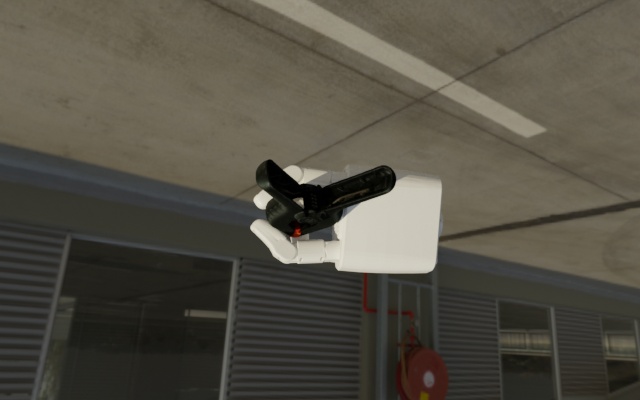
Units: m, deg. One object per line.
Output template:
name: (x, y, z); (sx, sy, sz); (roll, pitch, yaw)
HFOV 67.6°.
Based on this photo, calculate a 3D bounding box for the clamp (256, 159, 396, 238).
clamp: (0.000, 0.002, 0.463); (0.120, 0.039, 0.171); (5, -17, -4)
